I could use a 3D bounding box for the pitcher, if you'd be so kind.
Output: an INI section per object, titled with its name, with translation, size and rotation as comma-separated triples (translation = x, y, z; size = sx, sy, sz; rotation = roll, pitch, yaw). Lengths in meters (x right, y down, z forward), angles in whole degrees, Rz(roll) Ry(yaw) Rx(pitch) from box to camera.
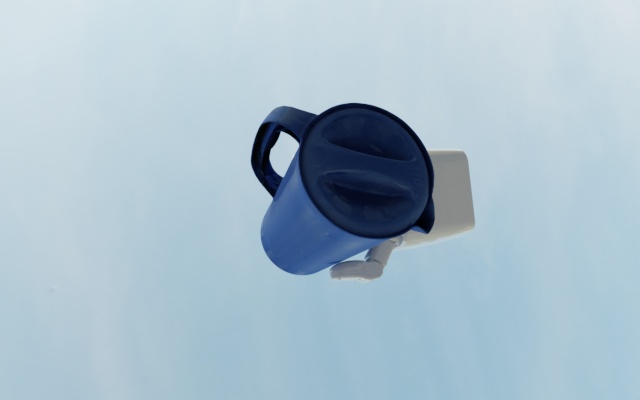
[pitcher]
translation = 0.000, 0.002, 0.528
size = 0.145, 0.149, 0.243
rotation = -8, -17, -22
